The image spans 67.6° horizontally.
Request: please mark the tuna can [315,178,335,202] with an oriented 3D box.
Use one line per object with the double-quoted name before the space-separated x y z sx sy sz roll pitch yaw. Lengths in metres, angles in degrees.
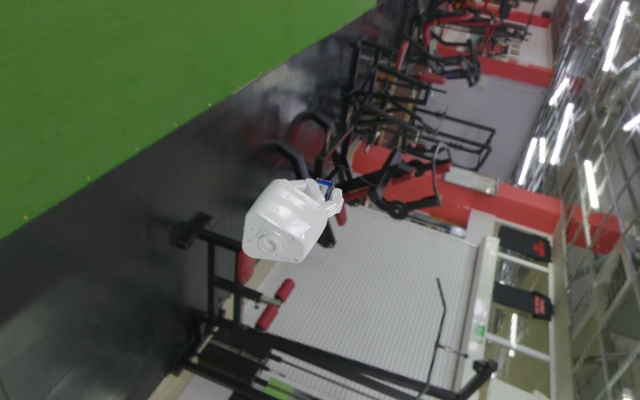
"tuna can" 0.001 0.003 0.897 0.034 0.086 0.086 15 2 9
